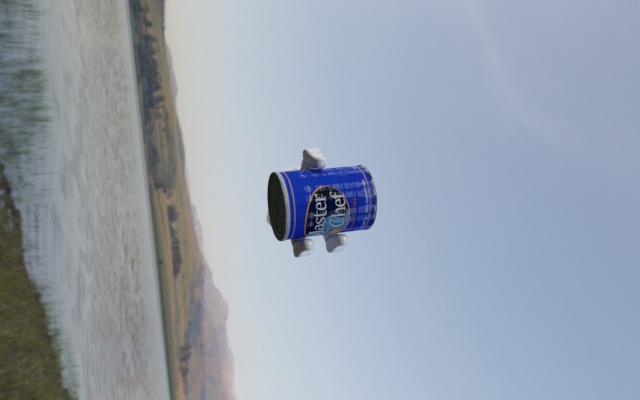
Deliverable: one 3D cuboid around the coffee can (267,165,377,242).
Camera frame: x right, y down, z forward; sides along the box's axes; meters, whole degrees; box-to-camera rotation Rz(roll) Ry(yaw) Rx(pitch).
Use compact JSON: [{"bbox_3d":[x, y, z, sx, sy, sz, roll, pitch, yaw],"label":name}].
[{"bbox_3d":[0.000,0.002,0.719,0.140,0.103,0.103,-6,2,-19],"label":"coffee can"}]
